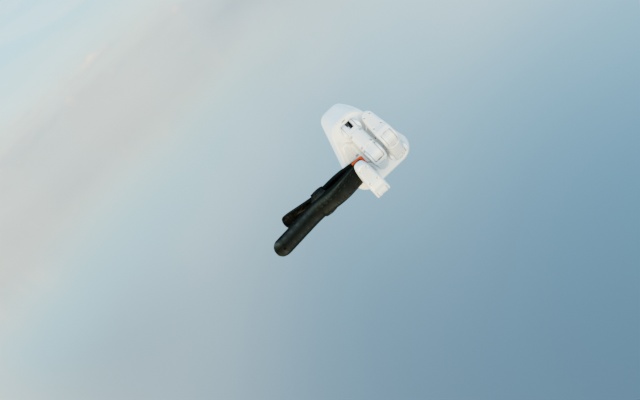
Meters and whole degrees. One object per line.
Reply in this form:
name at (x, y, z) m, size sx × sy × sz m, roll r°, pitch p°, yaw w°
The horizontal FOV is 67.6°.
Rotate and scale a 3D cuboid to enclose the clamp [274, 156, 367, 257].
clamp at (0.000, 0.002, 0.675) m, size 0.171 × 0.039 × 0.120 m, roll -41°, pitch 18°, yaw 4°
